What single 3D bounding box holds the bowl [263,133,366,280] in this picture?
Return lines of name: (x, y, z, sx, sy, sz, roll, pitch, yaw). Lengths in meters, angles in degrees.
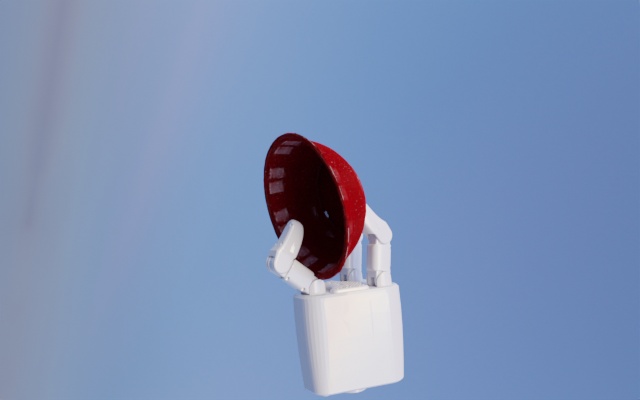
bowl: (0.000, 0.000, 0.522, 0.055, 0.162, 0.162, -18, 9, -32)
